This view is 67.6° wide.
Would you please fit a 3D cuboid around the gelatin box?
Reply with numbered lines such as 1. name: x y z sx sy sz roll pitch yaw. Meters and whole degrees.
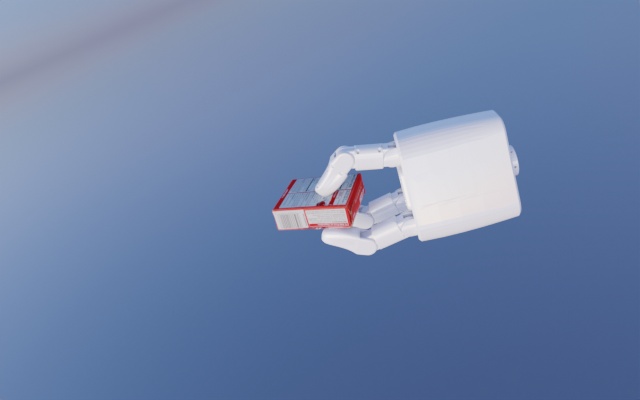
1. gelatin box: 0.000 0.001 0.539 0.089 0.030 0.073 -3 30 19
